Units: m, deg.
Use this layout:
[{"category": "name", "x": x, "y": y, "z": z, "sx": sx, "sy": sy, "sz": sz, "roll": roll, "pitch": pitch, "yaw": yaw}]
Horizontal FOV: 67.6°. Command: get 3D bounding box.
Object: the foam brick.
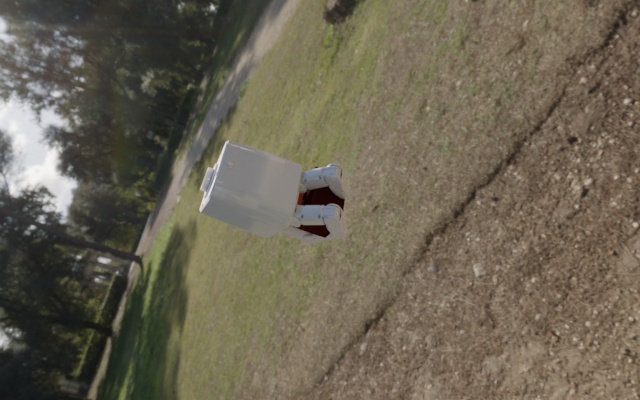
[{"category": "foam brick", "x": 0.000, "y": 0.002, "z": 0.670, "sx": 0.051, "sy": 0.078, "sz": 0.053, "roll": 21, "pitch": -36, "yaw": -17}]
